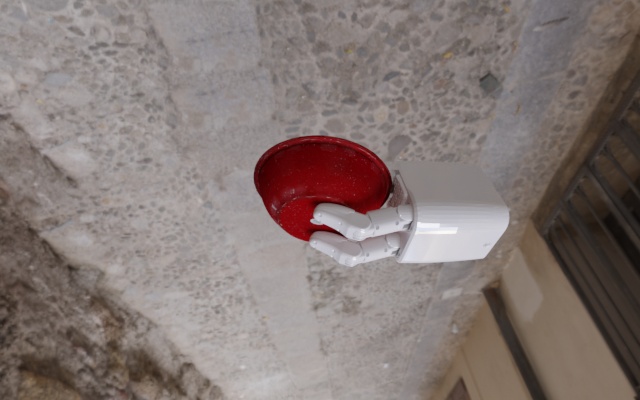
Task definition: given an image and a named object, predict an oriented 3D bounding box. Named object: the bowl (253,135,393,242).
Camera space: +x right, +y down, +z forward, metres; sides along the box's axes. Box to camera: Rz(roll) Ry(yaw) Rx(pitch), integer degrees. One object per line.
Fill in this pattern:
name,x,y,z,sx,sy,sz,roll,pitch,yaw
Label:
bowl,-0.001,0.002,0.541,0.162,0.055,0.162,4,-37,3
